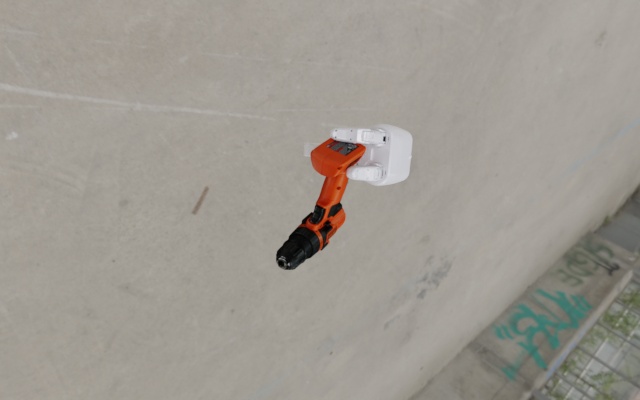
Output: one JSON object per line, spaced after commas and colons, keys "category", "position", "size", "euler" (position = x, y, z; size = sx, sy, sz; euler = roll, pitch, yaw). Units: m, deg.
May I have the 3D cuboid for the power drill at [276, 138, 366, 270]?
{"category": "power drill", "position": [0.000, 0.002, 0.742], "size": [0.057, 0.188, 0.184], "euler": [27, 35, 15]}
